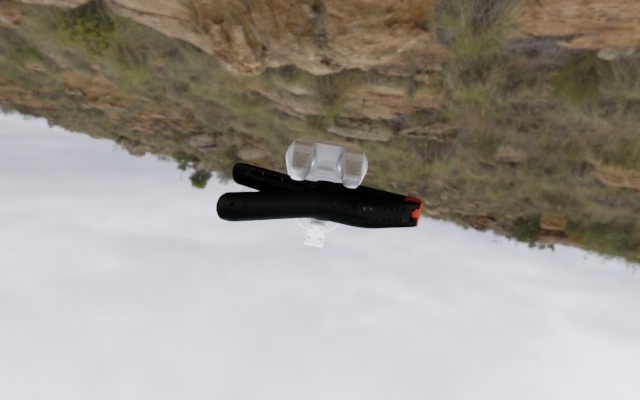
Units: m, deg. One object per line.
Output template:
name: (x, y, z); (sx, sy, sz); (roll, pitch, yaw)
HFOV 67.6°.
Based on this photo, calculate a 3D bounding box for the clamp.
clamp: (0.000, 0.002, 0.478); (0.210, 0.036, 0.164); (10, 15, -1)
